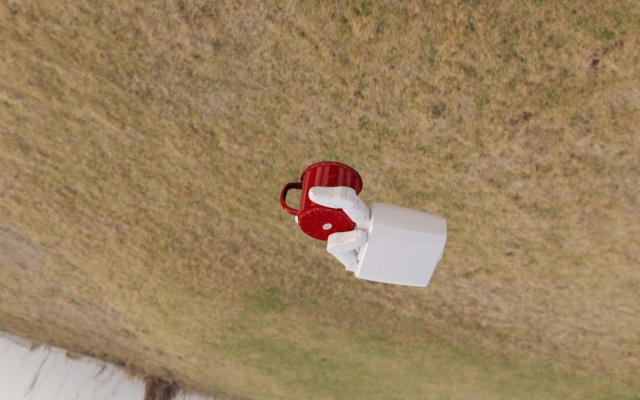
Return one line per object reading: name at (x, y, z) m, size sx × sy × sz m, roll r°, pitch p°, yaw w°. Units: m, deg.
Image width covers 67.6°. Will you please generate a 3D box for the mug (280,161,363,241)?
mug at (-0.001, 0.002, 0.683) m, size 0.117 × 0.081 × 0.093 m, roll 10°, pitch -38°, yaw -2°
